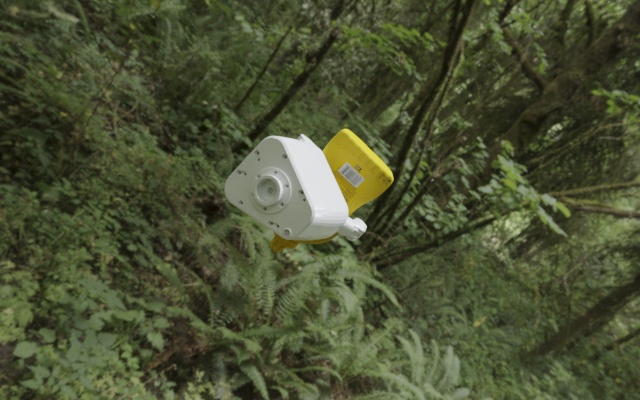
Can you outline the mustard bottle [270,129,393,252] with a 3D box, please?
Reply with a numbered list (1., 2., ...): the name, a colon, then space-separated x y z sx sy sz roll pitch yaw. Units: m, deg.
1. mustard bottle: 0.000 0.002 0.647 0.096 0.192 0.058 43 15 -8
